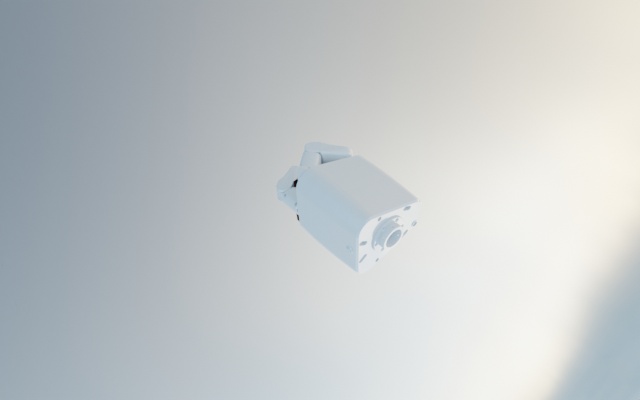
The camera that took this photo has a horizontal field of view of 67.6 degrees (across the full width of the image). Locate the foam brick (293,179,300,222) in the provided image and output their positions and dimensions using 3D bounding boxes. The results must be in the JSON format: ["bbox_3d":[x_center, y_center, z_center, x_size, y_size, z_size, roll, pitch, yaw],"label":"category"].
[{"bbox_3d":[0.000,0.002,0.656,0.053,0.078,0.051,-32,51,-25],"label":"foam brick"}]
